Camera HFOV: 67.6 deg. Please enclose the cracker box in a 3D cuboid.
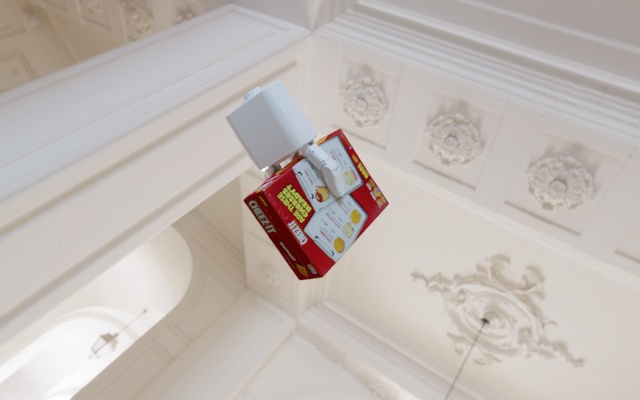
[{"bbox_3d":[0.000,0.002,0.793,0.072,0.164,0.213,-21,16,49],"label":"cracker box"}]
